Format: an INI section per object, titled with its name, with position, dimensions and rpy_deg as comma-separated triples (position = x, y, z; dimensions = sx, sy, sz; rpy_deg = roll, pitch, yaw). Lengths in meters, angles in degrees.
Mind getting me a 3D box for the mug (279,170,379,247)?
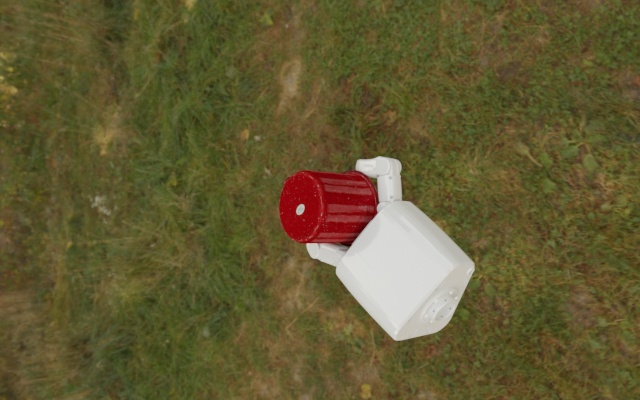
[mug]
position = -0.001, 0.001, 0.559
dimensions = 0.081, 0.093, 0.117
rpy_deg = 2, 31, -41
